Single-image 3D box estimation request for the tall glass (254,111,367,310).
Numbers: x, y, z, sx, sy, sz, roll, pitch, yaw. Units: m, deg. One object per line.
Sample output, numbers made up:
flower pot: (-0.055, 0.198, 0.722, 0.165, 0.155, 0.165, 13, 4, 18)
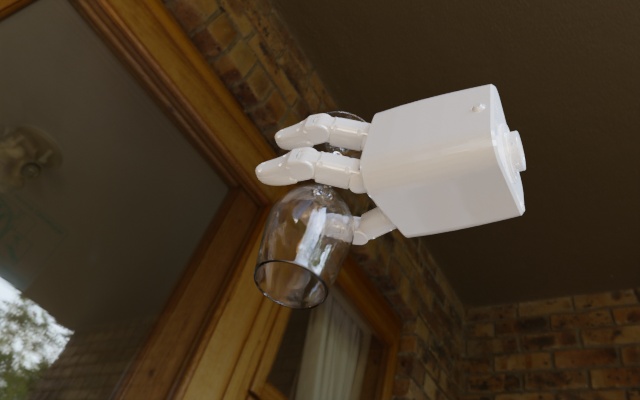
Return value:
tall glass: (0.000, 0.001, 0.448, 0.079, 0.079, 0.201, 0, 42, 20)
